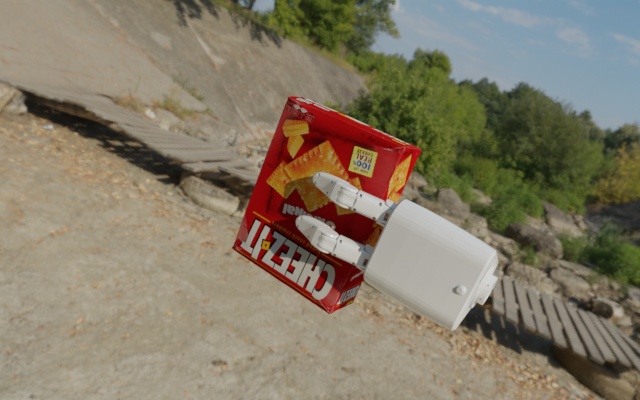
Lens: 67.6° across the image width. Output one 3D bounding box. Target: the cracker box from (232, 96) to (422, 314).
[{"bbox_3d":[0.000,0.002,0.583,0.164,0.214,0.072,29,16,25],"label":"cracker box"}]
